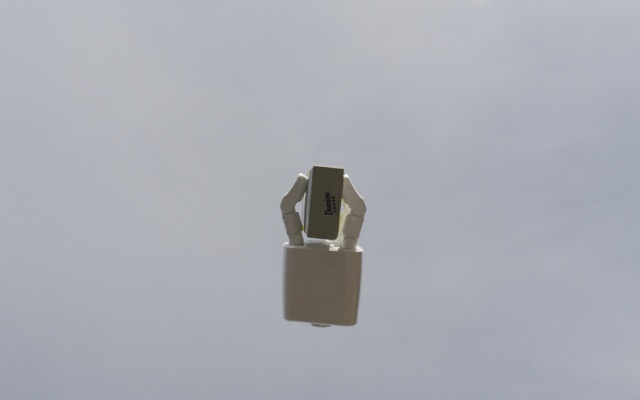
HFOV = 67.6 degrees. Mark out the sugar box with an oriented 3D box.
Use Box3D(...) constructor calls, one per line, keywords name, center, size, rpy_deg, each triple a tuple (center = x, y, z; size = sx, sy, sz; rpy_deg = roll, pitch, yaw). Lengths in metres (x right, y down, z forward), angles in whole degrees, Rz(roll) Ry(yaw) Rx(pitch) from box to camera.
Box3D(name="sugar box", center=(0.001, 0.002, 0.675), size=(0.048, 0.093, 0.176), rpy_deg=(5, 1, -7))
